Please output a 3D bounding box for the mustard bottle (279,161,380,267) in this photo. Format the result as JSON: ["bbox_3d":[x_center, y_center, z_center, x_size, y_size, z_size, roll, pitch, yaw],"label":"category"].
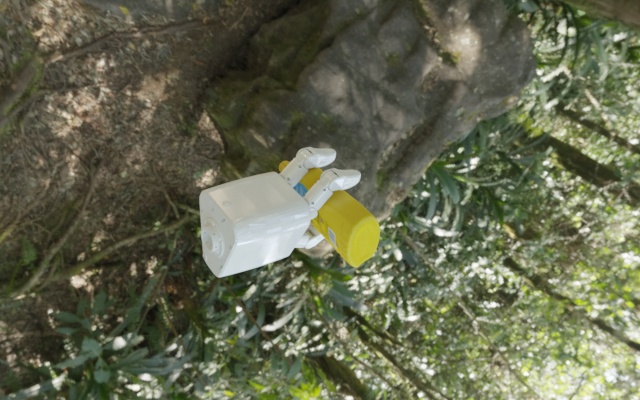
[{"bbox_3d":[0.001,0.002,0.667,0.058,0.096,0.191,-34,54,-18],"label":"mustard bottle"}]
